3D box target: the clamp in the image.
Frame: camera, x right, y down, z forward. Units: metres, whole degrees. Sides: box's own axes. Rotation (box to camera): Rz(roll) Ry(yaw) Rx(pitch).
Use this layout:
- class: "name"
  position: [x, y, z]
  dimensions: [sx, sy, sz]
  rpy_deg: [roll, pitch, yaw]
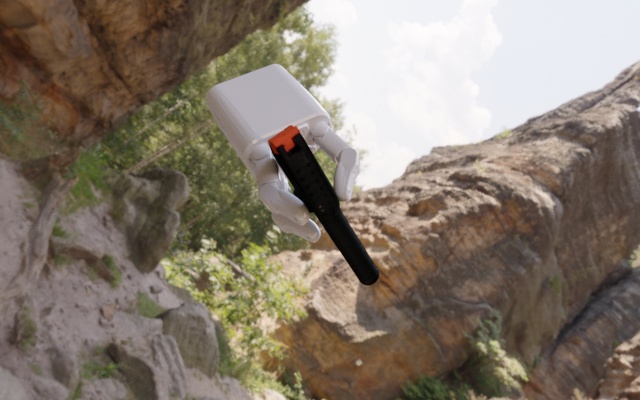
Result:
- class: "clamp"
  position: [0.000, 0.001, 0.502]
  dimensions: [0.036, 0.164, 0.210]
  rpy_deg: [-36, -28, -6]
